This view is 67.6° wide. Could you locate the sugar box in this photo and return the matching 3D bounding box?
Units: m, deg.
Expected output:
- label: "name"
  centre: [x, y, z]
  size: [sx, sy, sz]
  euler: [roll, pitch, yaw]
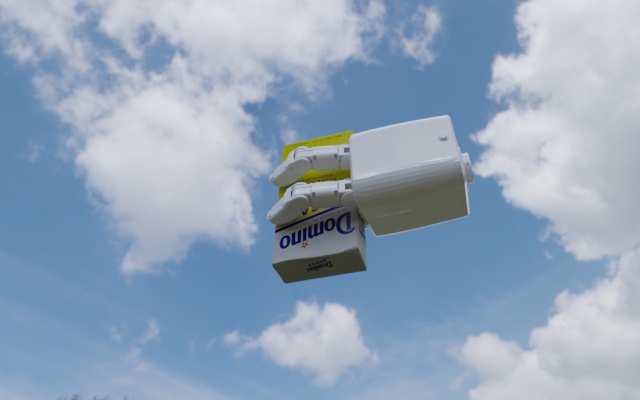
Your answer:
- label: "sugar box"
  centre: [0.000, 0.001, 0.536]
  size: [0.093, 0.176, 0.048]
  euler: [-12, -45, 14]
